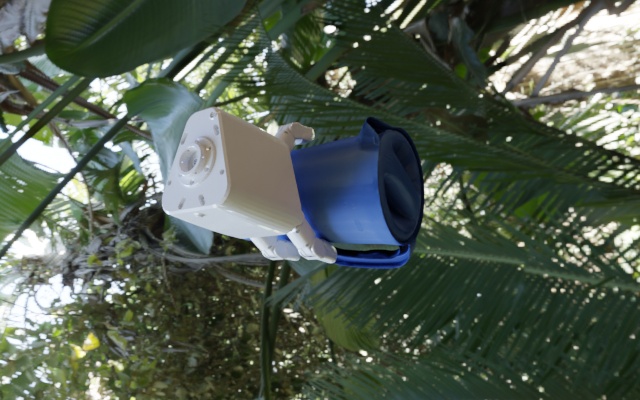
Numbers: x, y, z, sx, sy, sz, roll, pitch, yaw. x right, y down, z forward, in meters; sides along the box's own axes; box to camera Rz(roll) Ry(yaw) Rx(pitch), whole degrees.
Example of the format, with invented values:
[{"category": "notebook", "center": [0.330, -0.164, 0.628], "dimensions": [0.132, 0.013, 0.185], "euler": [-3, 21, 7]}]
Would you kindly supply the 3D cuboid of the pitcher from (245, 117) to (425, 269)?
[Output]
[{"category": "pitcher", "center": [0.000, 0.002, 0.597], "dimensions": [0.243, 0.149, 0.145], "euler": [-5, -18, 33]}]
